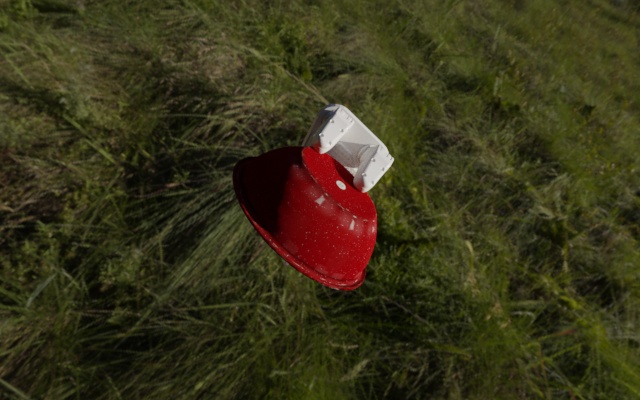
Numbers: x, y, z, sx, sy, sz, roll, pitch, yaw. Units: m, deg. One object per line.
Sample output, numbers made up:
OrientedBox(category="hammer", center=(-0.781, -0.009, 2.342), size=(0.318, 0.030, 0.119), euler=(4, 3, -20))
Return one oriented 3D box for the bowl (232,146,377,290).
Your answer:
OrientedBox(category="bowl", center=(0.000, 0.002, 0.439), size=(0.055, 0.162, 0.162), euler=(-45, -20, 21))
